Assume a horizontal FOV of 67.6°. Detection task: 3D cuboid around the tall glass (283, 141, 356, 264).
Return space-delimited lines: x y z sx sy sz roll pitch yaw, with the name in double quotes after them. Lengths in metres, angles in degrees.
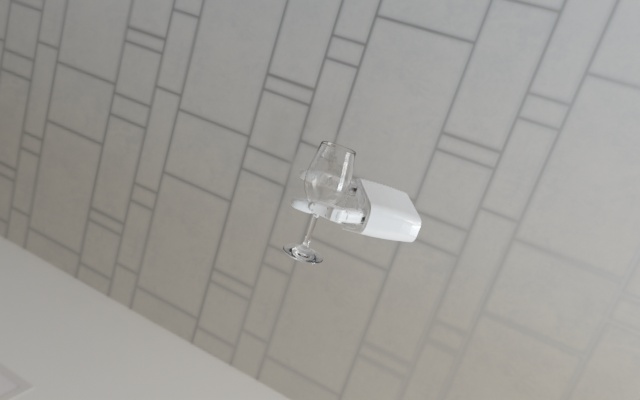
0.000 0.003 0.818 0.079 0.201 0.079 17 14 -4 "tall glass"
